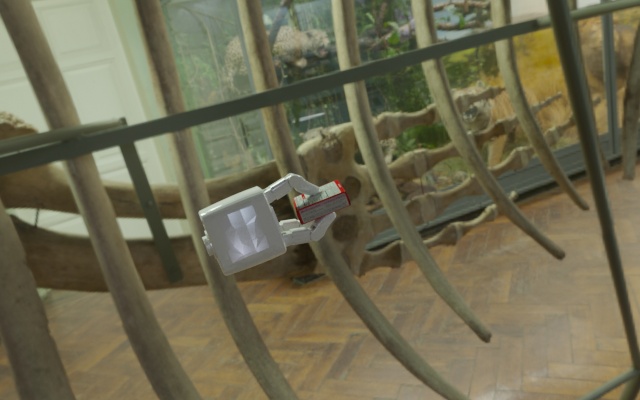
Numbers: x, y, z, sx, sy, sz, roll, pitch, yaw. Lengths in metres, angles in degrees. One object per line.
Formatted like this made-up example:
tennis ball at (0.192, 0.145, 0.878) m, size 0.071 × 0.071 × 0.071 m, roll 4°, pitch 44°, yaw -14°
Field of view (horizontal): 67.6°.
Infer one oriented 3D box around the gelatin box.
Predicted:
gelatin box at (0.000, 0.002, 0.803) m, size 0.089 × 0.030 × 0.073 m, roll -23°, pitch 19°, yaw -1°
